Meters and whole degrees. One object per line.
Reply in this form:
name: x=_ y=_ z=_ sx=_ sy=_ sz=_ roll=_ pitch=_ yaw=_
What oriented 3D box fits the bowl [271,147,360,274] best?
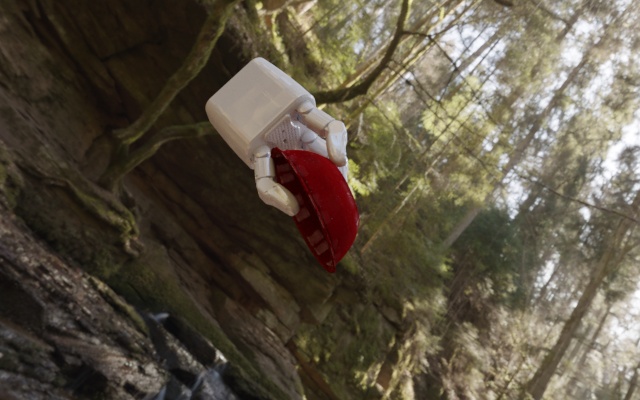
bowl: x=0.001 y=0.003 z=0.562 sx=0.055 sy=0.162 sz=0.162 roll=-25 pitch=6 yaw=-12
